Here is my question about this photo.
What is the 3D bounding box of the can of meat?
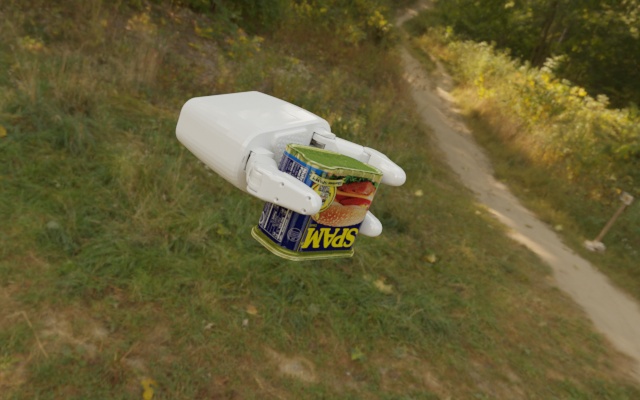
[{"bbox_3d":[0.000,0.001,0.420,0.102,0.084,0.057,4,23,-48],"label":"can of meat"}]
